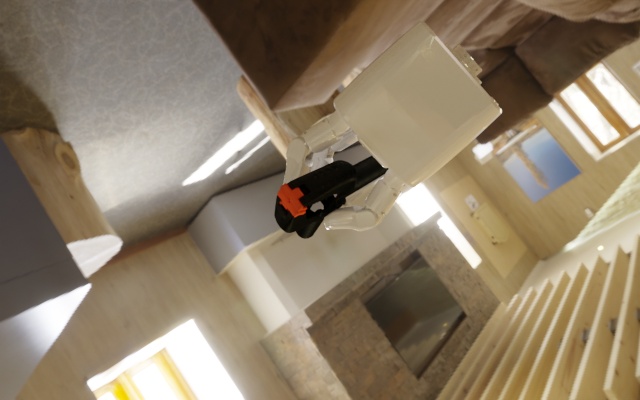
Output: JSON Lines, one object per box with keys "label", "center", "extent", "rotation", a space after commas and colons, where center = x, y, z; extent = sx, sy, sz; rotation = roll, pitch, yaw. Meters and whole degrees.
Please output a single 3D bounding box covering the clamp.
{"label": "clamp", "center": [0.001, 0.002, 0.508], "extent": [0.164, 0.036, 0.210], "rotation": [-42, -11, 22]}
